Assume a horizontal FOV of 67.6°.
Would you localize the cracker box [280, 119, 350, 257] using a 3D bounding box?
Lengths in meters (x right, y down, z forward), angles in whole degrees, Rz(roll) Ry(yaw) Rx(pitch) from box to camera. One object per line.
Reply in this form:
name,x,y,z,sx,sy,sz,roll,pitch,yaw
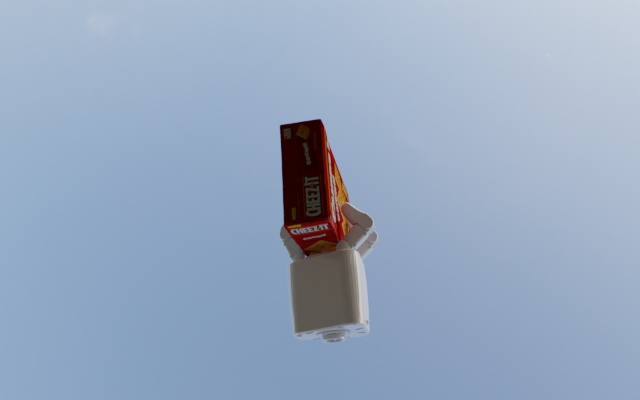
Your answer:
cracker box,0.000,0.003,0.742,0.072,0.164,0.214,-9,-27,8
